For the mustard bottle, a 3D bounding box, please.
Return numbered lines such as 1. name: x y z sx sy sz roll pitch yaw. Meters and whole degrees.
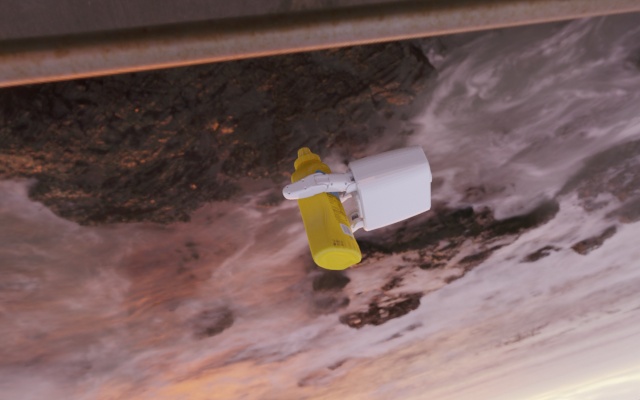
1. mustard bottle: 0.000 0.003 0.702 0.058 0.191 0.096 -28 -29 20
